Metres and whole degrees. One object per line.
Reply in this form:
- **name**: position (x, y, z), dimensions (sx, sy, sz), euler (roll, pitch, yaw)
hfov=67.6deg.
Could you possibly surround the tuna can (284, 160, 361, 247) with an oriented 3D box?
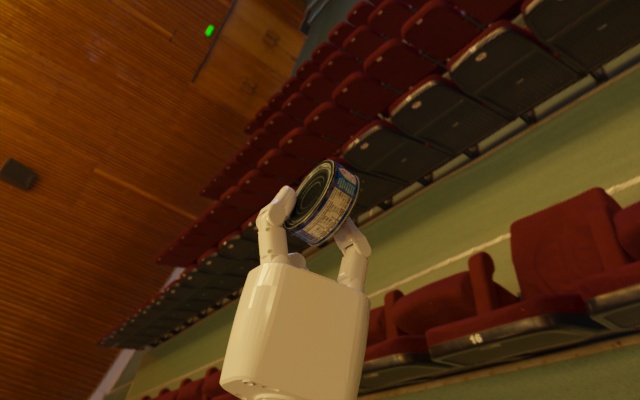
- **tuna can**: position (0.000, 0.001, 0.484), dimensions (0.034, 0.086, 0.086), euler (34, -13, -20)
